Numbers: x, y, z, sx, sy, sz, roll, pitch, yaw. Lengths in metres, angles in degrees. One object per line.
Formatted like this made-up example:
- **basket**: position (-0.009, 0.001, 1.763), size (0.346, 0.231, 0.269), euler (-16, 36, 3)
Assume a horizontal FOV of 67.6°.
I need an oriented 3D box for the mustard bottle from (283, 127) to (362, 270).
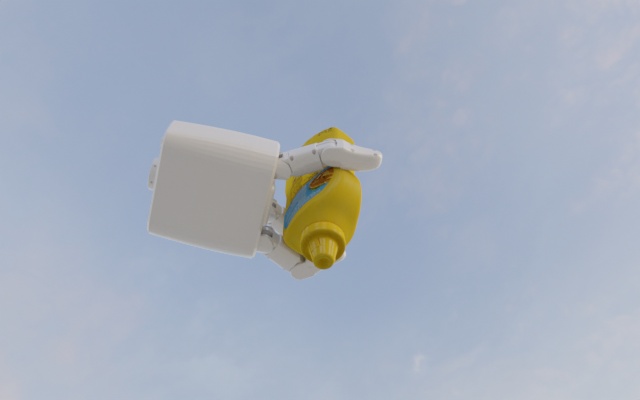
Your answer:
- **mustard bottle**: position (0.000, 0.002, 0.487), size (0.058, 0.096, 0.191), euler (36, 25, -21)
